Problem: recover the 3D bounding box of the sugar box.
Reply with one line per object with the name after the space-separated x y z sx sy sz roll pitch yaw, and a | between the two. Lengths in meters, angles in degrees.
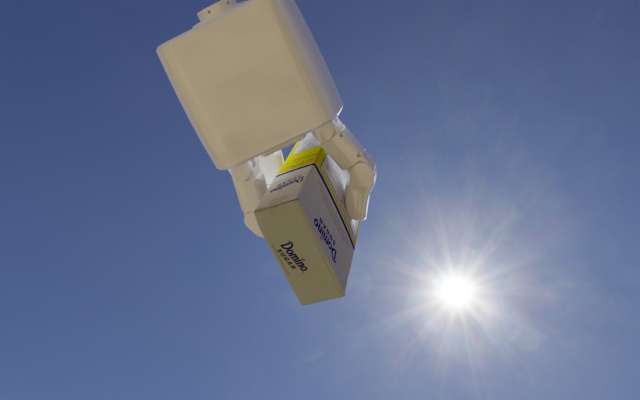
0.000 0.001 0.433 0.048 0.093 0.176 -16 23 22 | sugar box
